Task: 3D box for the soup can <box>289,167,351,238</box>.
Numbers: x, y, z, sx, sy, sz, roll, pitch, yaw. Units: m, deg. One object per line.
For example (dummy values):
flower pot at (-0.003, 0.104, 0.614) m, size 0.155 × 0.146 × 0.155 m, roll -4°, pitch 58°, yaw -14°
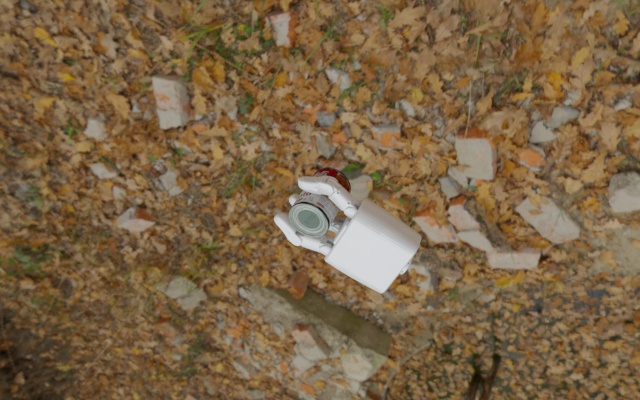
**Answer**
soup can at (0.000, 0.002, 0.754) m, size 0.068 × 0.068 × 0.102 m, roll 0°, pitch 35°, yaw 26°
